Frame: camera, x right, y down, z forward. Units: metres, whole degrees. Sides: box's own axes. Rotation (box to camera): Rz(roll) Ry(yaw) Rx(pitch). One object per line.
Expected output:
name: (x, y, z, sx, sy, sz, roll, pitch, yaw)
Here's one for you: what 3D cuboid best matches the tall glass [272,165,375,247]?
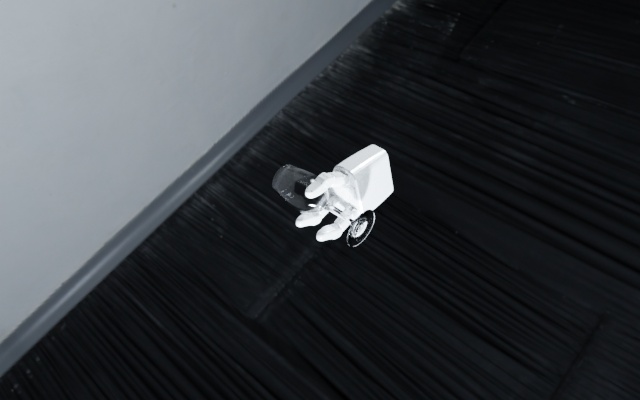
tall glass: (0.001, 0.003, 0.884, 0.201, 0.079, 0.079, 32, 18, 31)
